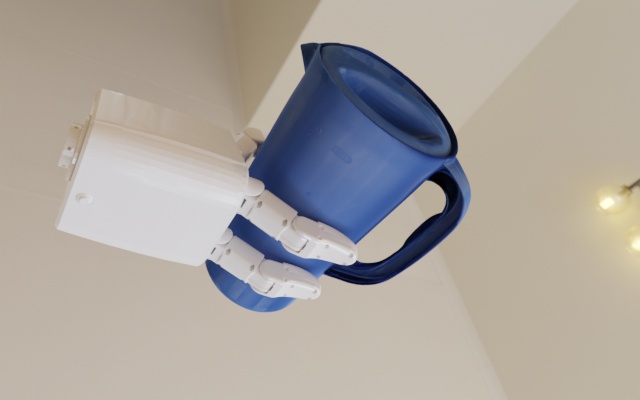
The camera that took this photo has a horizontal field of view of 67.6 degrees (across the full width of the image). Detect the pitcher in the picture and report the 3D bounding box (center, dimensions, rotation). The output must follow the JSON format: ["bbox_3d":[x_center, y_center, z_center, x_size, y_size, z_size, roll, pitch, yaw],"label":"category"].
[{"bbox_3d":[0.000,0.001,0.422,0.145,0.149,0.243,19,-52,-28],"label":"pitcher"}]
